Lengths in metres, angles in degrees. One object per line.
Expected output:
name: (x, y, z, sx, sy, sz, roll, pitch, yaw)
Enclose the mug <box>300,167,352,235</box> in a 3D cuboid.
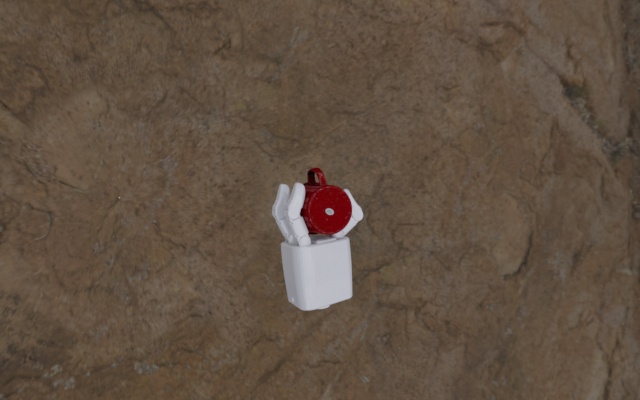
mug: (0.000, 0.001, 0.802, 0.093, 0.117, 0.081, -8, 5, -23)
